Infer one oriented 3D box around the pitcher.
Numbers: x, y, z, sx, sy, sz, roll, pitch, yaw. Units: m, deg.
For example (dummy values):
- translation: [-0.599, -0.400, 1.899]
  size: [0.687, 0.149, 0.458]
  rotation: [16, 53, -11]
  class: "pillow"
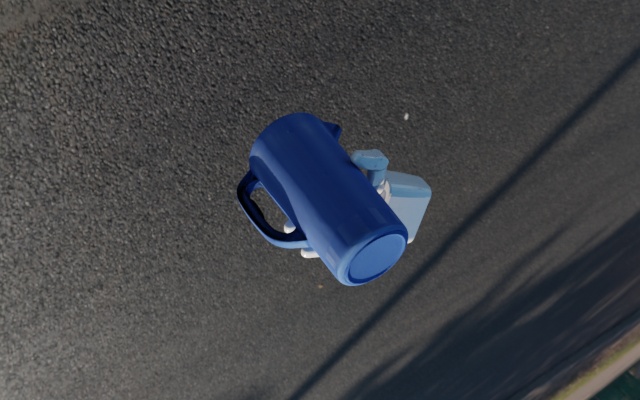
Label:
- translation: [0.000, 0.002, 0.658]
  size: [0.145, 0.149, 0.242]
  rotation: [2, 38, -42]
  class: "pitcher"
